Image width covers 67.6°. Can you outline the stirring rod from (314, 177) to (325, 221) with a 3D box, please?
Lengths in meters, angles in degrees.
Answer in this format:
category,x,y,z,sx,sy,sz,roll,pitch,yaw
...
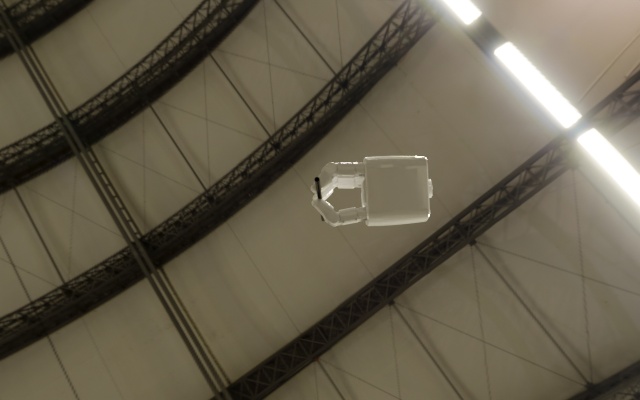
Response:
category,x,y,z,sx,sy,sz,roll,pitch,yaw
stirring rod,0.000,0.003,0.850,0.011,0.011,0.240,0,-17,3
